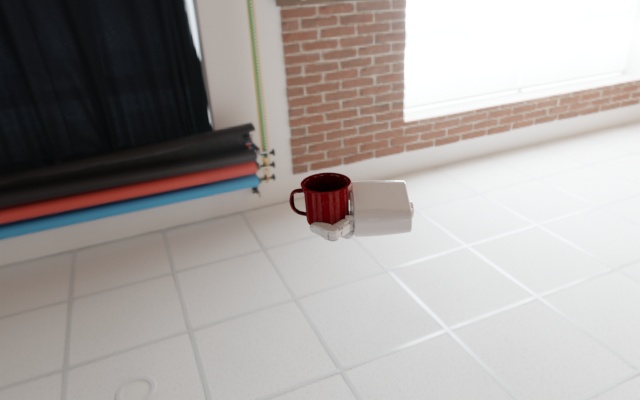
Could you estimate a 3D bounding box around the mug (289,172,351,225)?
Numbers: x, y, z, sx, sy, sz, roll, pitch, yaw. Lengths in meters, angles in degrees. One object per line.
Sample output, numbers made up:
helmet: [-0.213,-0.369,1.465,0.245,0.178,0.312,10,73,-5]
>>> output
mug: [-0.001,0.003,0.893,0.117,0.081,0.093,-2,26,3]
